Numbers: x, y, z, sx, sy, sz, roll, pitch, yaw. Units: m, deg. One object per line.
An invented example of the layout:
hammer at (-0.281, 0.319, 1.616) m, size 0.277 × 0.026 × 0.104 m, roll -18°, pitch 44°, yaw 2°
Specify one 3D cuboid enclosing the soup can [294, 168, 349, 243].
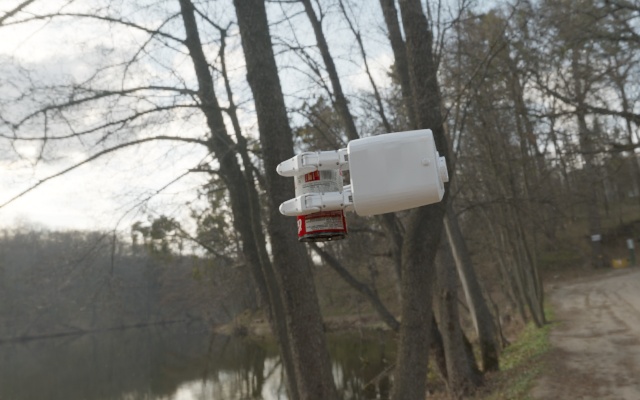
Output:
soup can at (0.000, 0.002, 0.655) m, size 0.068 × 0.102 × 0.068 m, roll -5°, pitch -12°, yaw -1°
